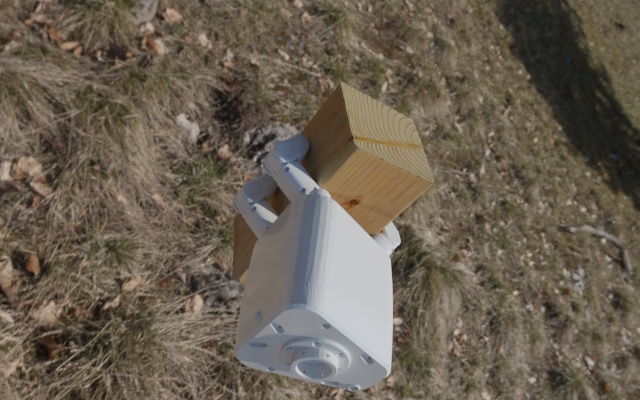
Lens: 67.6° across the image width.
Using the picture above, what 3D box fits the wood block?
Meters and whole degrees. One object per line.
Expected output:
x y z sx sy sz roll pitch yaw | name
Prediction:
0.000 0.002 0.471 0.091 0.090 0.206 21 -49 -28 | wood block
